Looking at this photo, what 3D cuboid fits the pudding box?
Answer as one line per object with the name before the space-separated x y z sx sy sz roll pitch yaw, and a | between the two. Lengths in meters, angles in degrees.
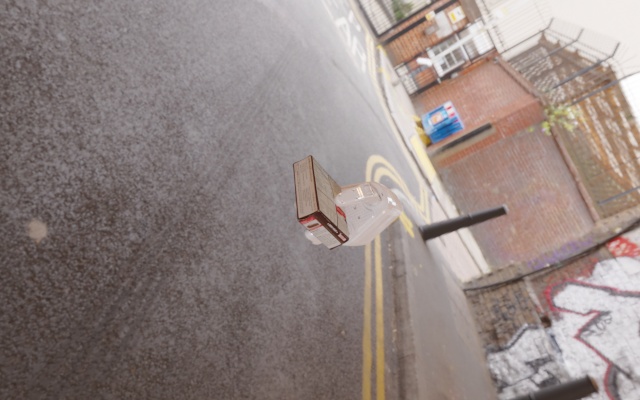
pudding box | 0.000 0.002 0.700 0.039 0.113 0.090 -28 -45 19
